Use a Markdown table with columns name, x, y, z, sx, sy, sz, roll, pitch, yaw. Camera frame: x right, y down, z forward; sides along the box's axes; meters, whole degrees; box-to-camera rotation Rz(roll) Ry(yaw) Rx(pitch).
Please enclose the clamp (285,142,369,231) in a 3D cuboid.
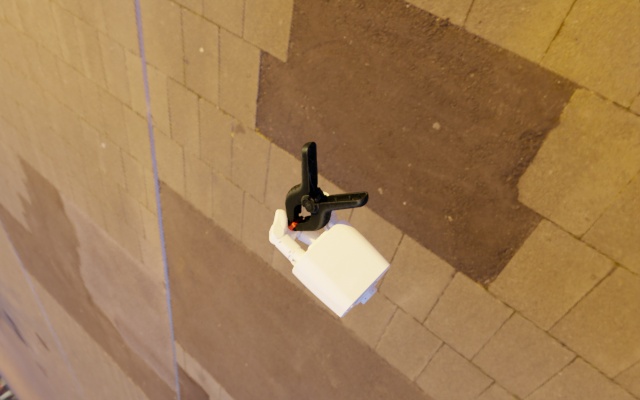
| name | x | y | z | sx | sy | sz | roll | pitch | yaw |
| --- | --- | --- | --- | --- | --- | --- | --- | --- | --- |
| clamp | 0.000 | 0.003 | 0.723 | 0.039 | 0.120 | 0.172 | -36 | -18 | -38 |
